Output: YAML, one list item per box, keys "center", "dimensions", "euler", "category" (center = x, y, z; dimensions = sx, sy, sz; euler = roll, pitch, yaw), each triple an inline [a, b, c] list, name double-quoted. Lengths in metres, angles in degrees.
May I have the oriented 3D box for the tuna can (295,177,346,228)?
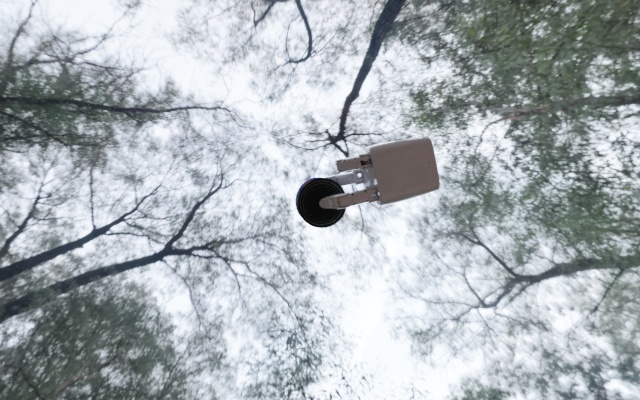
- center: [0.000, 0.003, 0.819]
  dimensions: [0.086, 0.086, 0.033]
  euler: [0, 7, -12]
  category: "tuna can"
